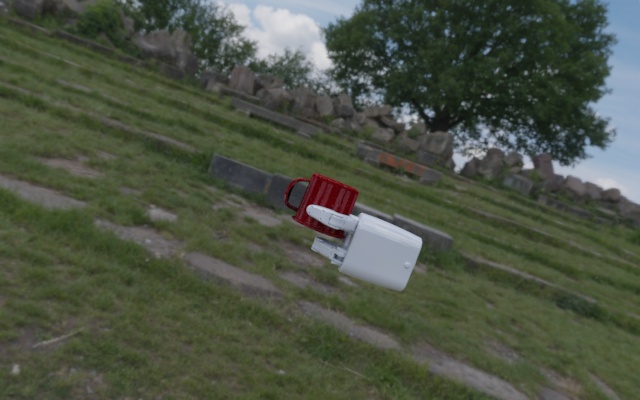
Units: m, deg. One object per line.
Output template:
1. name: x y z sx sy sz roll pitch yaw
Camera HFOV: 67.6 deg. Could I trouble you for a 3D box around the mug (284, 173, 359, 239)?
1. mug: -0.001 0.002 0.769 0.117 0.081 0.093 21 4 -5
